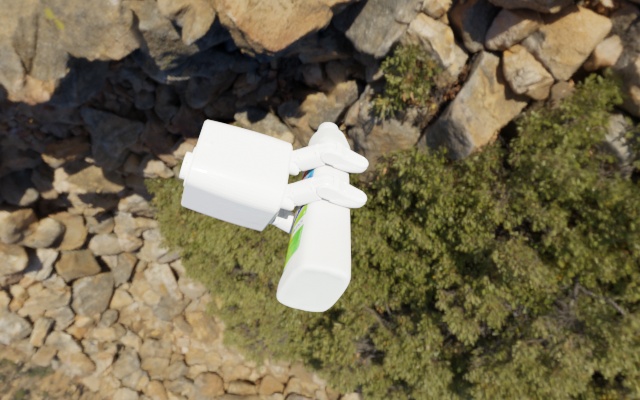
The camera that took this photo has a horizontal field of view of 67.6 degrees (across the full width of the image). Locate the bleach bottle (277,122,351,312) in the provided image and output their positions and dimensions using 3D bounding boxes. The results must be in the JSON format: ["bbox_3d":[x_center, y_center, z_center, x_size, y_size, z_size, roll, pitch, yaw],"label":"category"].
[{"bbox_3d":[0.000,0.002,0.595,0.068,0.250,0.103,16,-41,-13],"label":"bleach bottle"}]
